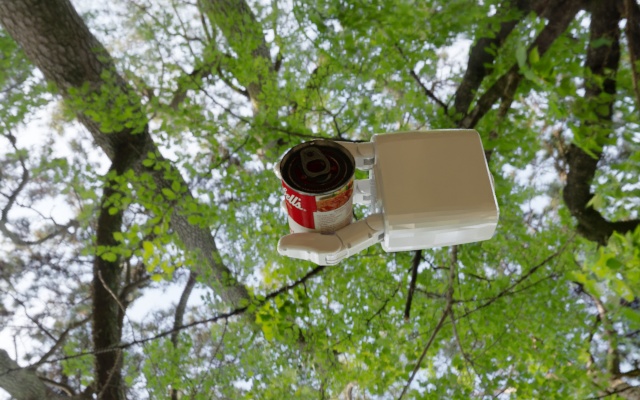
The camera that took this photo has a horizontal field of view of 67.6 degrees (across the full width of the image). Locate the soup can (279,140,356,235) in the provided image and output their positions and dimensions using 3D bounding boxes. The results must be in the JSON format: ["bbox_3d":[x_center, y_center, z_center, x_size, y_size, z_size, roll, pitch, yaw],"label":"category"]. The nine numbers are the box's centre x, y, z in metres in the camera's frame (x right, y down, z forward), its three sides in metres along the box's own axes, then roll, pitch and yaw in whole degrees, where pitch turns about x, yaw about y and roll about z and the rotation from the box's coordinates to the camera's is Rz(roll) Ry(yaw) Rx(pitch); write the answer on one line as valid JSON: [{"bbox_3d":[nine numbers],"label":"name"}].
[{"bbox_3d":[0.000,0.002,0.461,0.068,0.068,0.102,0,-40,4],"label":"soup can"}]
